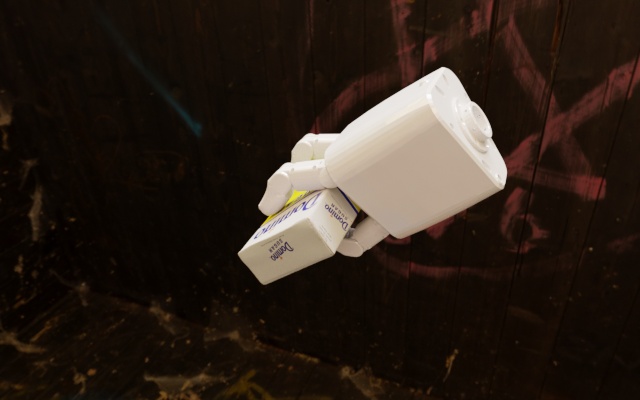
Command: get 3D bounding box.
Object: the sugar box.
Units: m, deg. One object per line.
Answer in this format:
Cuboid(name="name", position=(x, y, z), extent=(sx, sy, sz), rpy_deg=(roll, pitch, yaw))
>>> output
Cuboid(name="sugar box", position=(0.000, 0.001, 0.473), extent=(0.093, 0.048, 0.176), rpy_deg=(-28, 14, 36))
